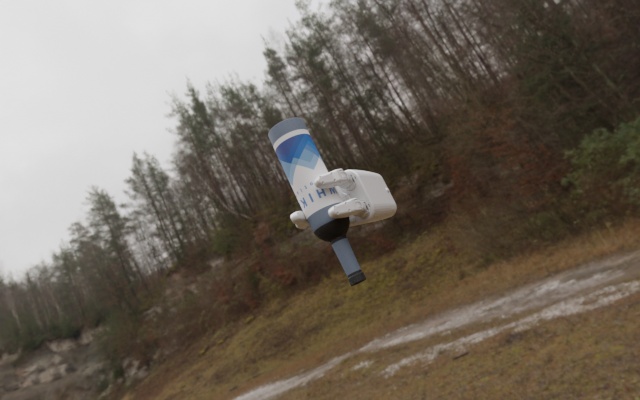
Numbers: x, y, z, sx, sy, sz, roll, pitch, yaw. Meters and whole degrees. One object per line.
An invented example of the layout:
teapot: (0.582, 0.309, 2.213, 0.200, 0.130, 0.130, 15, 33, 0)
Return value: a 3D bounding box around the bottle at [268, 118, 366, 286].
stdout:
bottle: (0.000, 0.002, 0.798, 0.069, 0.295, 0.069, -24, -14, -6)
